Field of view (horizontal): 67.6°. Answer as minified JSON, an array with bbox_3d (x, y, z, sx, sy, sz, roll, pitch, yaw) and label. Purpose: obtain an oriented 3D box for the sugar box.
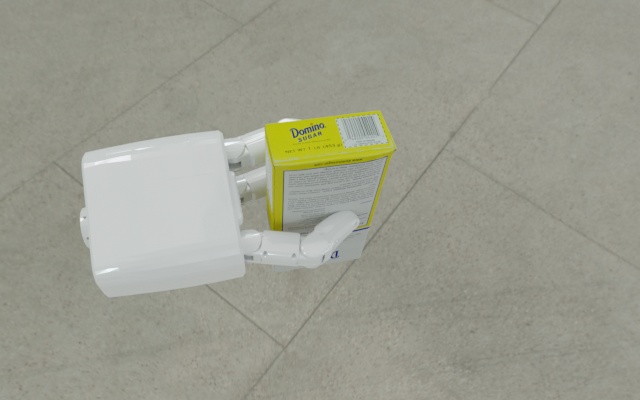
[{"bbox_3d":[0.000,0.001,0.417,0.093,0.048,0.176,-8,-30,-11],"label":"sugar box"}]
